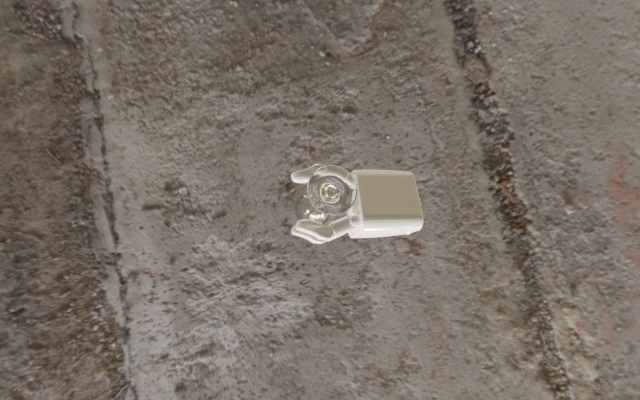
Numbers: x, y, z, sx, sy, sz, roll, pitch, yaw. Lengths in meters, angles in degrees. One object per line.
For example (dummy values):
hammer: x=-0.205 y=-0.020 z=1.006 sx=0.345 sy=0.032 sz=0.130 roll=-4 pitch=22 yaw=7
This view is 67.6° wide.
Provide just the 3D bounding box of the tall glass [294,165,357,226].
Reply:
tall glass: x=0.000 y=0.002 z=0.783 sx=0.079 sy=0.079 sz=0.201 roll=0 pitch=-10 yaw=-11
